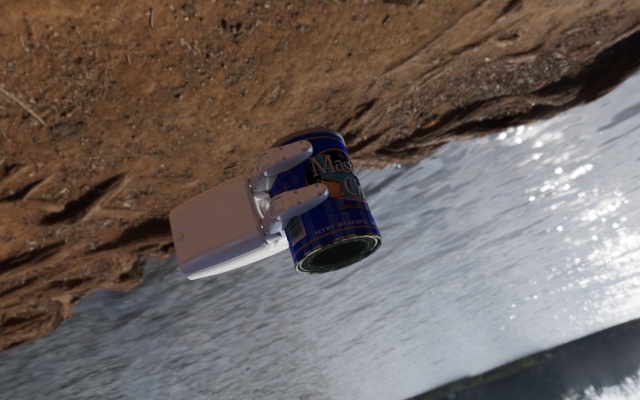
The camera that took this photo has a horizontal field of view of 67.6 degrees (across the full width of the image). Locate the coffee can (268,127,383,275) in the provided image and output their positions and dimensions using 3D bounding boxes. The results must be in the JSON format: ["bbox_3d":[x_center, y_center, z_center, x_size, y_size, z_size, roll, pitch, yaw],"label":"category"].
[{"bbox_3d":[0.000,0.002,0.555,0.103,0.140,0.103,-16,-24,-7],"label":"coffee can"}]
